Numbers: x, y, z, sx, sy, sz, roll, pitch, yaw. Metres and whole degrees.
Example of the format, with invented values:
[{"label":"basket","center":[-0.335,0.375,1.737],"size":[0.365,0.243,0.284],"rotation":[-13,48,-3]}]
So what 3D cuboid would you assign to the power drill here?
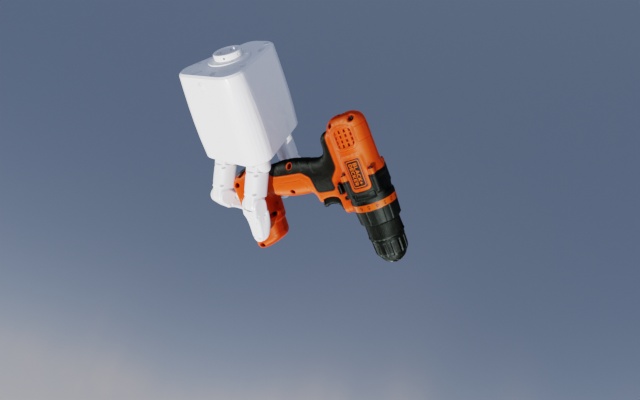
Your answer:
[{"label":"power drill","center":[0.000,0.002,0.580],"size":[0.187,0.184,0.057],"rotation":[-15,12,26]}]
